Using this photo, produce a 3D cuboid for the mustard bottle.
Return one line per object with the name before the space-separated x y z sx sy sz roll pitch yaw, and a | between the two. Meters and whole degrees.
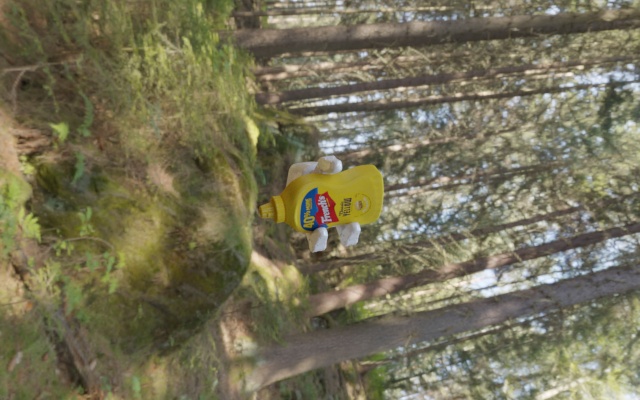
mustard bottle | 0.000 0.003 0.741 0.191 0.096 0.058 -9 36 -17
